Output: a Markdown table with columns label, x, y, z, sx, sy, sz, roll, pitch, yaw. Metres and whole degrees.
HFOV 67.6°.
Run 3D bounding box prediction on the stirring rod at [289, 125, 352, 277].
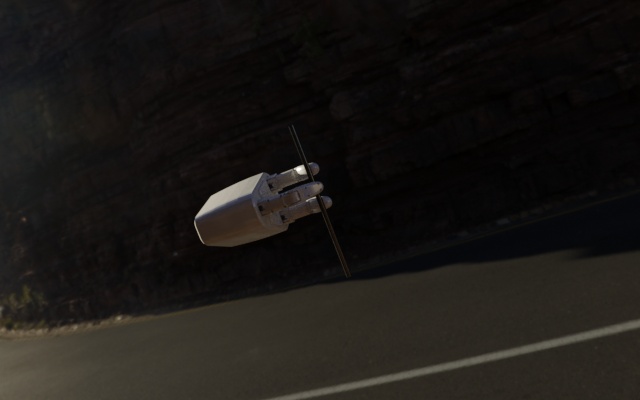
| label | x | y | z | sx | sy | sz | roll | pitch | yaw |
| --- | --- | --- | --- | --- | --- | --- | --- | --- | --- |
| stirring rod | 0.000 | 0.002 | 0.709 | 0.011 | 0.239 | 0.011 | -21 | 5 | 2 |
